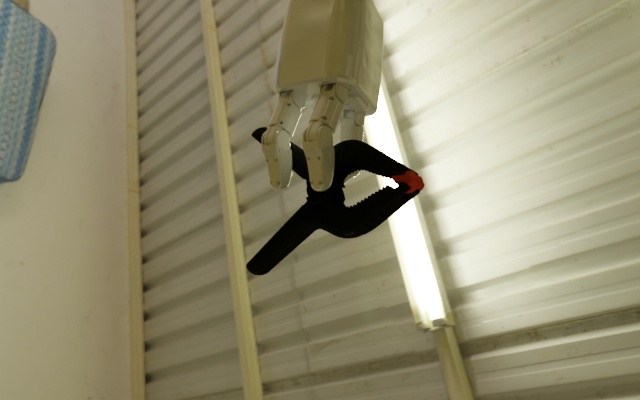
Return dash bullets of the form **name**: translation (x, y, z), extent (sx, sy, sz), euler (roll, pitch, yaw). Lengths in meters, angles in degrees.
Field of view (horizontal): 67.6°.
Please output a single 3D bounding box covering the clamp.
- **clamp**: translation (0.001, 0.001, 0.477), extent (0.210, 0.164, 0.036), euler (2, -6, 38)
